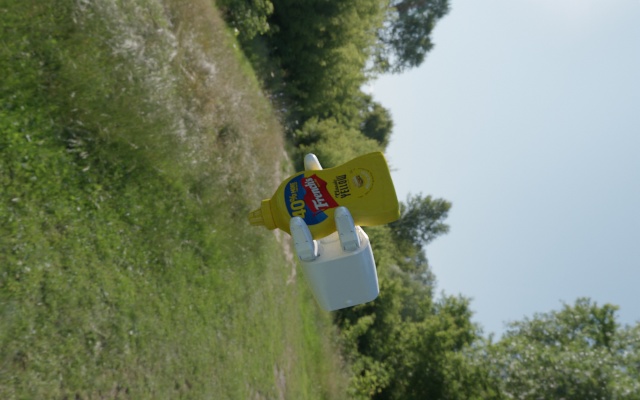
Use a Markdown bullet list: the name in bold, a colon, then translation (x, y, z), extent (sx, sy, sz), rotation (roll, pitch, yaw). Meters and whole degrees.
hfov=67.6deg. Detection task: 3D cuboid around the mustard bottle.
- **mustard bottle**: translation (0.000, 0.002, 0.621), extent (0.191, 0.096, 0.058), rotation (-14, -30, 5)
